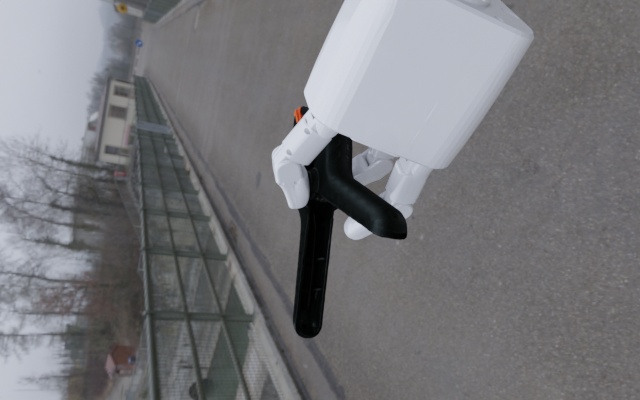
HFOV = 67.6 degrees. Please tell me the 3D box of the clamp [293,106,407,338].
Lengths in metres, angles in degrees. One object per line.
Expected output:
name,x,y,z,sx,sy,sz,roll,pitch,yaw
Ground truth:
clamp,-0.001,0.001,0.414,0.036,0.209,0.165,9,-48,-24
